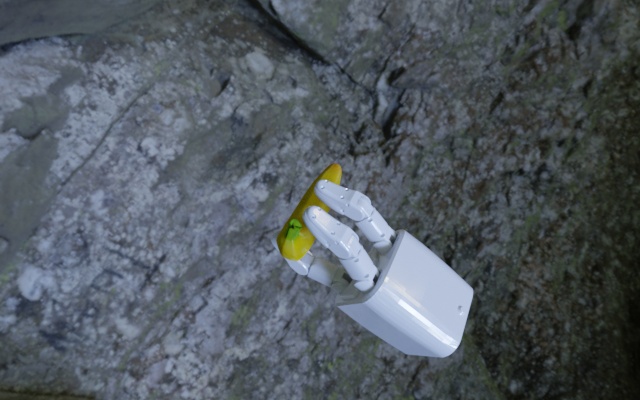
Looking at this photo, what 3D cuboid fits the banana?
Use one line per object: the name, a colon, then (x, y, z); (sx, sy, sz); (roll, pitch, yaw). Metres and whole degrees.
banana: (-0.011, 0.016, 0.532); (0.037, 0.070, 0.197); (36, 25, -4)
